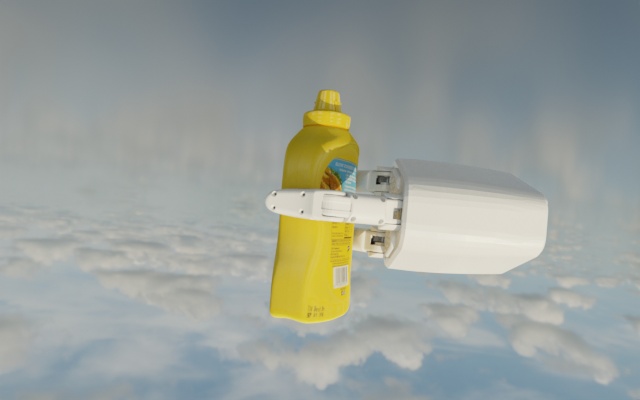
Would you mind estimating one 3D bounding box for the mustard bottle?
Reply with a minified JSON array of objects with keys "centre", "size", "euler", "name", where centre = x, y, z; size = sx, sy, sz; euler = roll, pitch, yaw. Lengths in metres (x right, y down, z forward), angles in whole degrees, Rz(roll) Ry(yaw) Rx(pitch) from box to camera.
[{"centre":[0.000,0.002,0.410],"size":[0.058,0.191,0.096],"euler":[4,-1,26],"name":"mustard bottle"}]
